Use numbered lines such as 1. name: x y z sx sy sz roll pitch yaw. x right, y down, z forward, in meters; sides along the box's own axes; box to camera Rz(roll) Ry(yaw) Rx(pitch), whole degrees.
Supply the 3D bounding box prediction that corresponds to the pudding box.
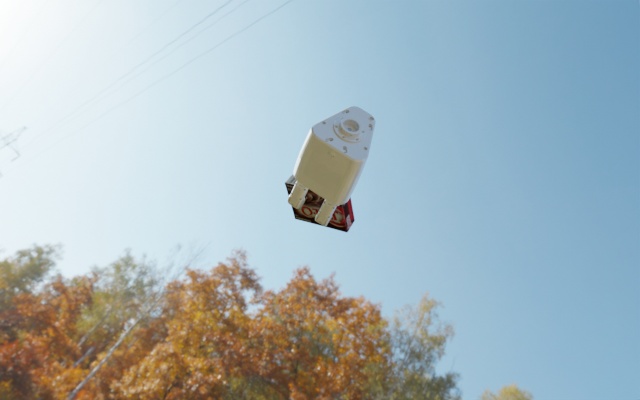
1. pudding box: 0.000 0.003 0.842 0.113 0.090 0.039 15 47 29
